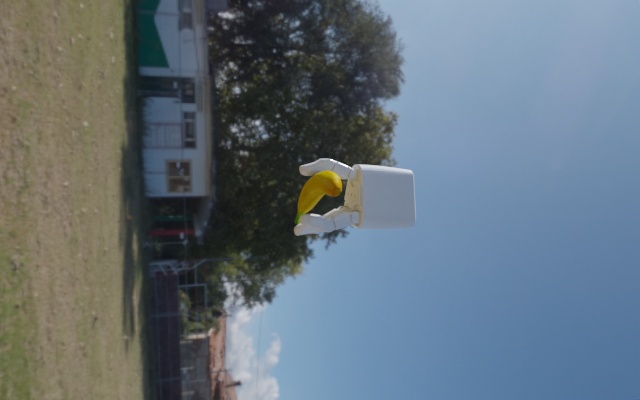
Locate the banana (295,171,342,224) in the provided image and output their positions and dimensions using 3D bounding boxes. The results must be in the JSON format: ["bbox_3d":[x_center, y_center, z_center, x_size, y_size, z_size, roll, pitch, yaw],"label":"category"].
[{"bbox_3d":[-0.001,-0.014,0.805,0.037,0.069,0.198,6,-18,-17],"label":"banana"}]
